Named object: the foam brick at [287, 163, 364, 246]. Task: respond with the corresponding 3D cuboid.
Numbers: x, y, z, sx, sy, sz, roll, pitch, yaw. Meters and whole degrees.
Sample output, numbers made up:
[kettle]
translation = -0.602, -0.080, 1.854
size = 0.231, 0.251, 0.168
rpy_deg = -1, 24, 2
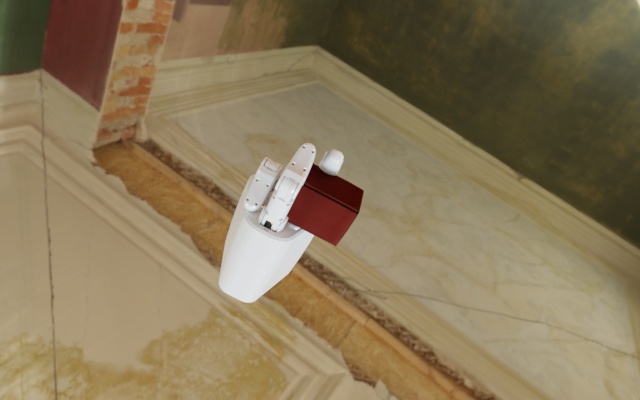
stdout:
[foam brick]
translation = 0.000, 0.002, 0.517
size = 0.078, 0.051, 0.053
rpy_deg = 28, 29, -1
